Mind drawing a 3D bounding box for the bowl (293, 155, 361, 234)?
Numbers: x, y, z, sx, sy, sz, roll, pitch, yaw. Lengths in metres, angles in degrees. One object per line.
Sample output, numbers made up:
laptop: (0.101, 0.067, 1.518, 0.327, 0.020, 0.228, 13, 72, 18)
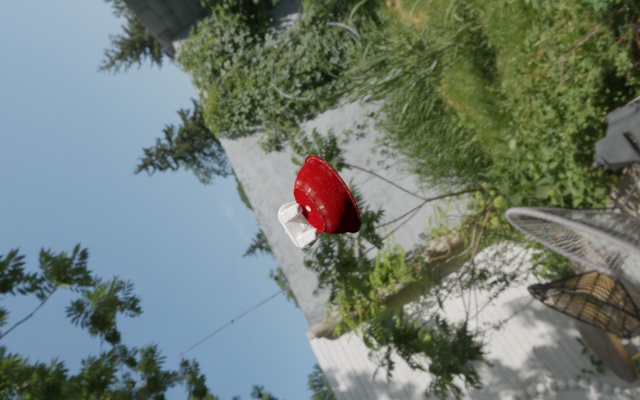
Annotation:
bowl: (0.000, 0.002, 0.843, 0.055, 0.162, 0.162, -33, 12, -20)
